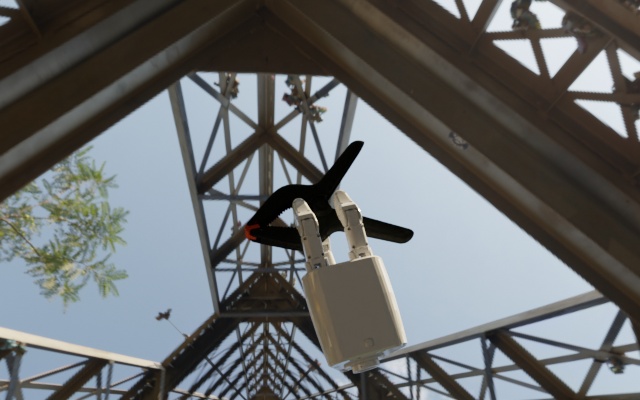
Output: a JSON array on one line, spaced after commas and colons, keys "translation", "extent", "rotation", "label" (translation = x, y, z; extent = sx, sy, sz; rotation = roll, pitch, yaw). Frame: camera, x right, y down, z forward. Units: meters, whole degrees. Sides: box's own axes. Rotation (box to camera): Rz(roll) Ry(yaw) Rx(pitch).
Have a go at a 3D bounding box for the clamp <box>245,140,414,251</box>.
[{"translation": [0.000, 0.003, 0.633], "extent": [0.210, 0.164, 0.036], "rotation": [-12, -28, -12], "label": "clamp"}]
